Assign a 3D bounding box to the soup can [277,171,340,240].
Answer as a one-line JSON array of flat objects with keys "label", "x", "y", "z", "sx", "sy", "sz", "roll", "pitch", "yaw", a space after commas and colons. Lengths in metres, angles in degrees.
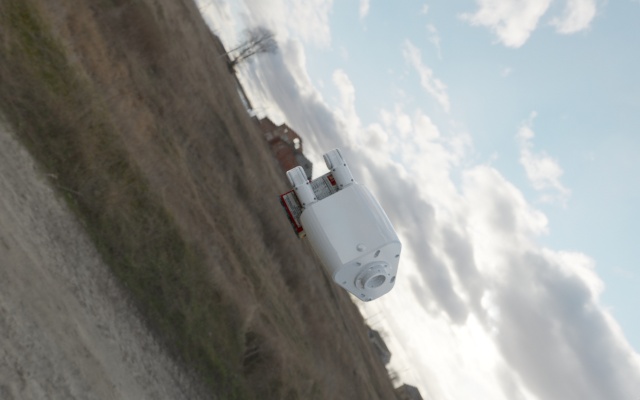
[{"label": "soup can", "x": 0.000, "y": 0.002, "z": 0.668, "sx": 0.102, "sy": 0.068, "sz": 0.068, "roll": -26, "pitch": 1, "yaw": -3}]
